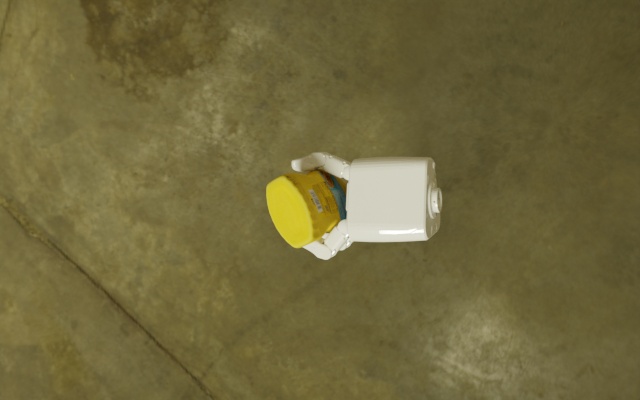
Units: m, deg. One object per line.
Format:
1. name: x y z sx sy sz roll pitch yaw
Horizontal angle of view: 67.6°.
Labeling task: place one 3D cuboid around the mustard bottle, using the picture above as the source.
1. mustard bottle: 0.000 0.002 0.693 0.058 0.096 0.191 -28 -5 27
